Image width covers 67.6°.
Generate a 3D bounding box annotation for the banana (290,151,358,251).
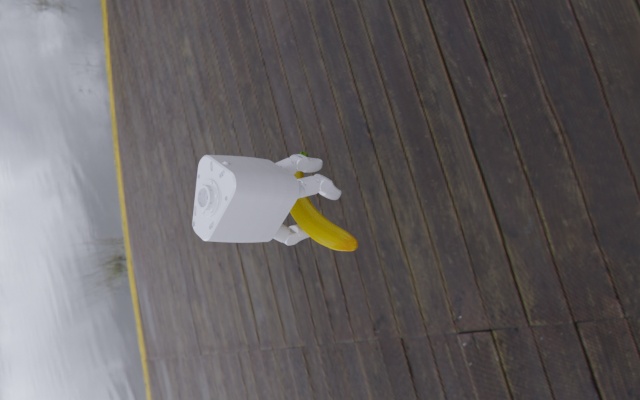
[{"bbox_3d":[-0.014,0.012,0.735,0.070,0.197,0.037,-44,-33,23],"label":"banana"}]
